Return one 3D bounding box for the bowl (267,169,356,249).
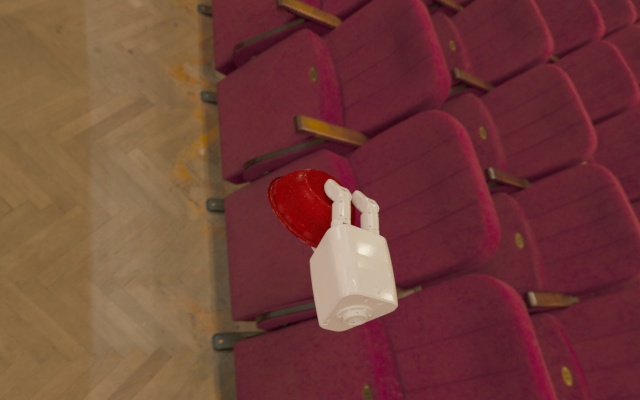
[{"bbox_3d":[0.000,0.001,0.744,0.162,0.162,0.055,0,-43,-50],"label":"bowl"}]
